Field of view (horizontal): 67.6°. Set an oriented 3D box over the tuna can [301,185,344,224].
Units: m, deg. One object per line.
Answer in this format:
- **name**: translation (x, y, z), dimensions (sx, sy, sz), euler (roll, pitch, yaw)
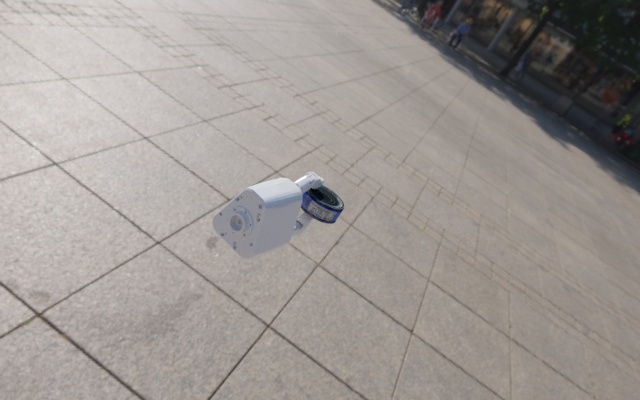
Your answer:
- **tuna can**: translation (0.000, 0.002, 0.868), dimensions (0.086, 0.034, 0.086), euler (28, 22, -12)
